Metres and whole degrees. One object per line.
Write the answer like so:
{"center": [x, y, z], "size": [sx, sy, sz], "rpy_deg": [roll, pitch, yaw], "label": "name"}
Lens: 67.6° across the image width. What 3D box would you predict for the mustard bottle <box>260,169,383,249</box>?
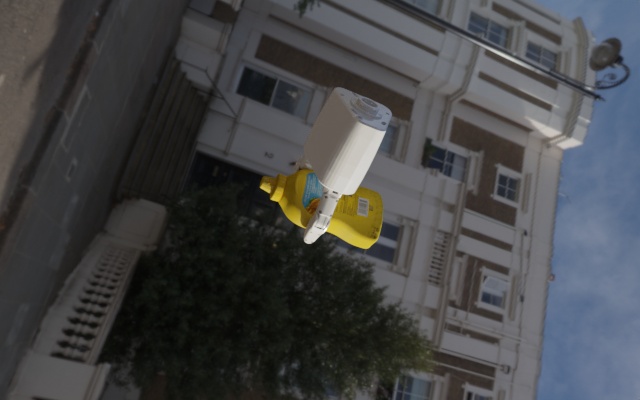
{"center": [0.000, 0.003, 0.732], "size": [0.191, 0.096, 0.058], "rpy_deg": [19, -35, -14], "label": "mustard bottle"}
